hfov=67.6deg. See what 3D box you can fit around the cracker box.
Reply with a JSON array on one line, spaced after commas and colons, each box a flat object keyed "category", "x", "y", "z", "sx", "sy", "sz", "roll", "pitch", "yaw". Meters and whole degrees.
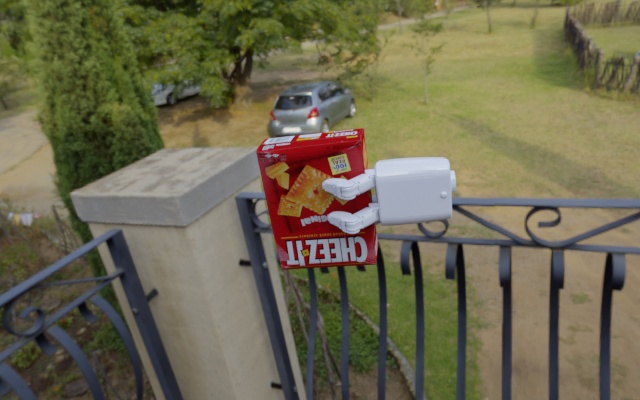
[{"category": "cracker box", "x": 0.000, "y": 0.002, "z": 0.764, "sx": 0.164, "sy": 0.214, "sz": 0.072, "roll": -4, "pitch": 23, "yaw": 11}]
